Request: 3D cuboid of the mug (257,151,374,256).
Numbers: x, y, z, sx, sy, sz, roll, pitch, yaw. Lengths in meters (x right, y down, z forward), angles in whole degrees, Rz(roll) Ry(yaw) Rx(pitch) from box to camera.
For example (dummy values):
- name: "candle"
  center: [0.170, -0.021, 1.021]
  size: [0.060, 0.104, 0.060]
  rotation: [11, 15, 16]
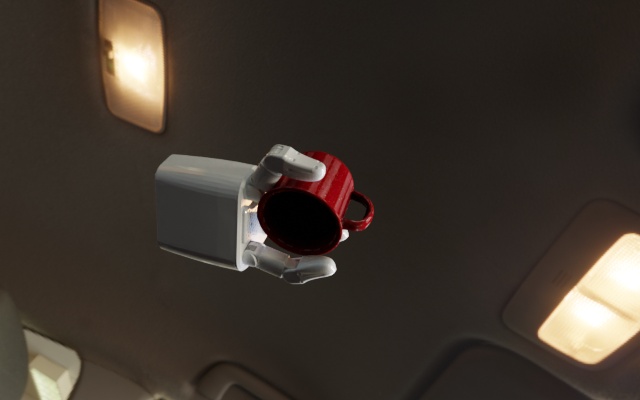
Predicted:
- name: "mug"
  center: [0.002, 0.002, 0.518]
  size: [0.117, 0.093, 0.081]
  rotation: [11, 41, 12]
